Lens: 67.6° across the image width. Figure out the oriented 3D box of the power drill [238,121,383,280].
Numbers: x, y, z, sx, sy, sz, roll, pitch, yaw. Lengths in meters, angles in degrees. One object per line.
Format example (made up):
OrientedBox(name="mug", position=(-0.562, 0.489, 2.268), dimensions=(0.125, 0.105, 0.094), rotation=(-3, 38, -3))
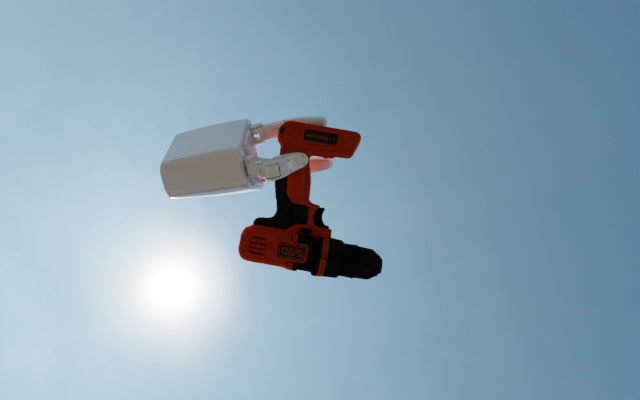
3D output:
OrientedBox(name="power drill", position=(0.000, 0.001, 0.608), dimensions=(0.184, 0.187, 0.057), rotation=(10, -4, -6))
